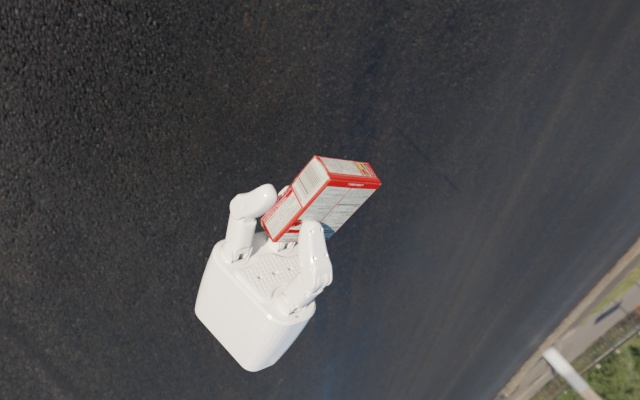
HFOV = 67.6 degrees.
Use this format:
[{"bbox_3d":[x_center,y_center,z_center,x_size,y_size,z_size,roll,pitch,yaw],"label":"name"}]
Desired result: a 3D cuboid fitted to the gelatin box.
[{"bbox_3d":[0.000,0.002,0.430,0.073,0.030,0.089,2,-42,-48],"label":"gelatin box"}]
